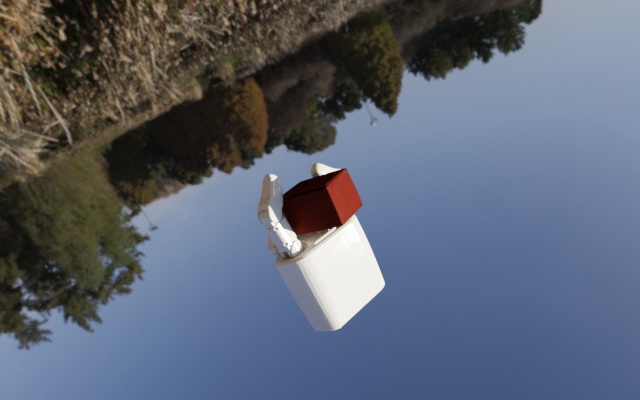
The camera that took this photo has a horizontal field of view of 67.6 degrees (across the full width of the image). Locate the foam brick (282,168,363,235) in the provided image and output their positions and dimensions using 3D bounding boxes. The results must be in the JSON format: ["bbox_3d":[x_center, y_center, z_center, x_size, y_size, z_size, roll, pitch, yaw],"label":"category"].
[{"bbox_3d":[0.000,0.002,0.565,0.078,0.051,0.053,-15,17,40],"label":"foam brick"}]
